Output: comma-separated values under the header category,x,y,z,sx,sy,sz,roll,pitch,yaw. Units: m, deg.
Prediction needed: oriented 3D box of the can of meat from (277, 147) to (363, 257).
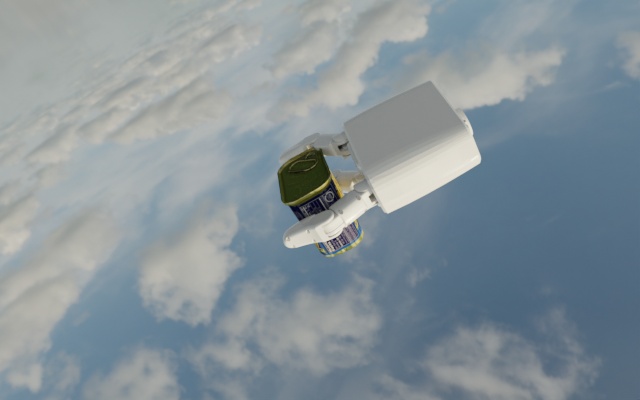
category,x,y,z,sx,sy,sz,roll,pitch,yaw
can of meat,0.000,0.002,0.524,0.057,0.084,0.102,-29,28,6
